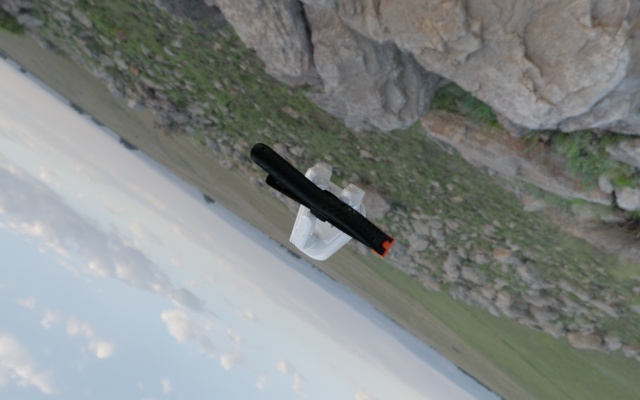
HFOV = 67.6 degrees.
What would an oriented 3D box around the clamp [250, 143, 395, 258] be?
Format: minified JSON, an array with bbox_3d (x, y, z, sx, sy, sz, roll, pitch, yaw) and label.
[{"bbox_3d":[0.000,0.003,0.612,0.210,0.036,0.164,33,-6,12],"label":"clamp"}]
